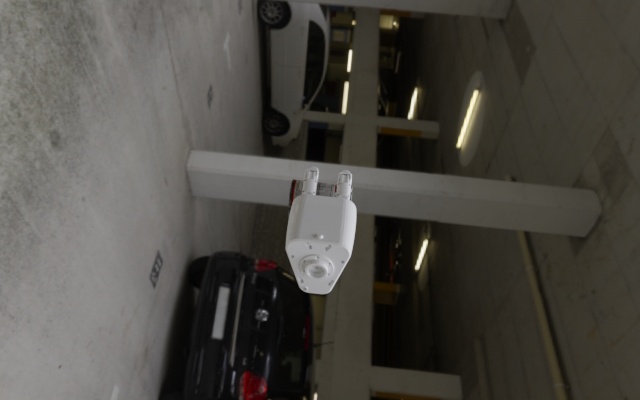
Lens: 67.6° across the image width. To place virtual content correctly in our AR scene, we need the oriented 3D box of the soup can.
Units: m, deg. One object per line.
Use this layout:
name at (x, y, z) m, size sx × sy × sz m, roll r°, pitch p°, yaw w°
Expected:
soup can at (0.000, 0.002, 0.806) m, size 0.102 × 0.068 × 0.068 m, roll 6°, pitch 0°, yaw 2°
